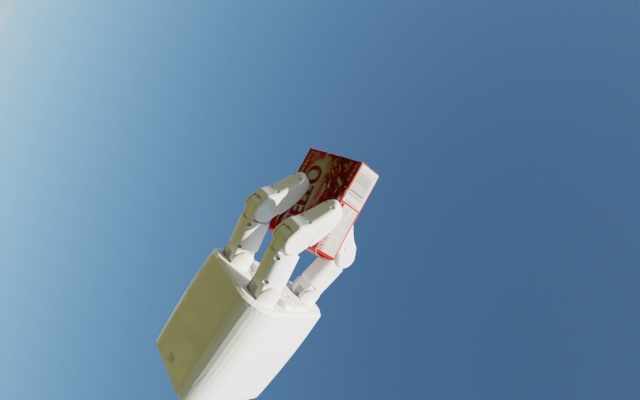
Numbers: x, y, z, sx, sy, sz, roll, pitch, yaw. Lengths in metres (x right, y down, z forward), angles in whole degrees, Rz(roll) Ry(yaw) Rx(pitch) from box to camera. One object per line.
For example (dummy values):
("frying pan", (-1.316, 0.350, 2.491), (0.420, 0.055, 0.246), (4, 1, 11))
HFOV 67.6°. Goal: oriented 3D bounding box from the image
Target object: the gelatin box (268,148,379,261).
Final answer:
("gelatin box", (0.001, 0.001, 0.433), (0.073, 0.089, 0.030), (22, -10, 47))
